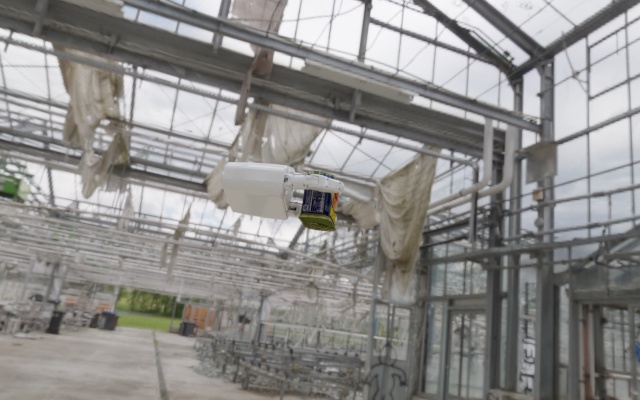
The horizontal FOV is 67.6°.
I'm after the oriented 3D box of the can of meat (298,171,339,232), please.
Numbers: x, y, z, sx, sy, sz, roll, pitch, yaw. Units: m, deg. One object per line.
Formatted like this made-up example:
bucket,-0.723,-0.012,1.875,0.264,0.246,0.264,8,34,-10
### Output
can of meat,0.000,0.002,0.849,0.057,0.084,0.102,5,-16,10
